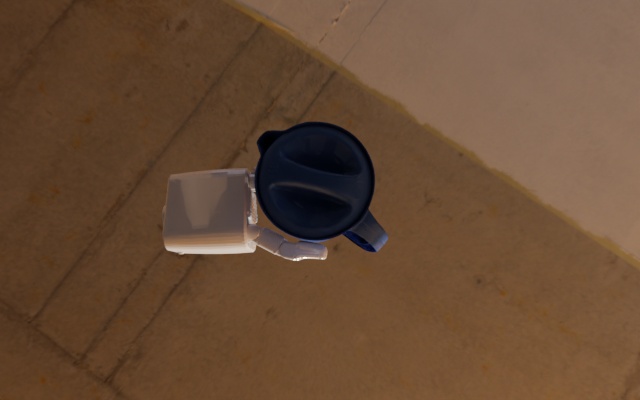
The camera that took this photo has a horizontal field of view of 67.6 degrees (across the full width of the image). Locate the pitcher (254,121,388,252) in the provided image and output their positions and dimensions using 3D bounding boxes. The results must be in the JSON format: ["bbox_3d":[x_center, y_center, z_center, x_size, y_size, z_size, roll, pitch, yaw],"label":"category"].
[{"bbox_3d":[0.000,0.002,0.634,0.145,0.149,0.243,-5,-9,-1],"label":"pitcher"}]
